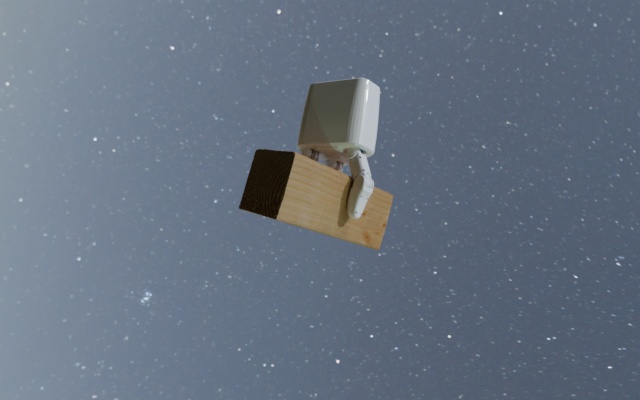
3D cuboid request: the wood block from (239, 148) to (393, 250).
[{"bbox_3d":[0.001,0.002,0.690,0.206,0.090,0.091,20,-6,-42],"label":"wood block"}]
